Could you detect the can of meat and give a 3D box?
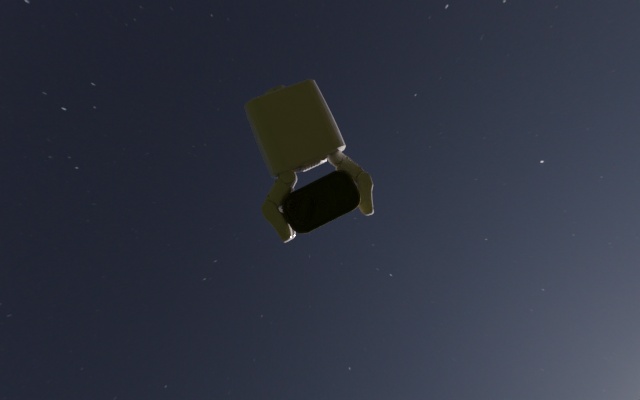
[{"bbox_3d":[0.000,0.002,0.665,0.102,0.057,0.084,-27,0,-1],"label":"can of meat"}]
